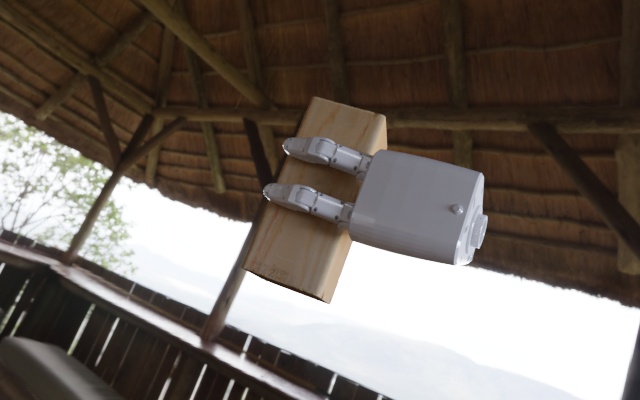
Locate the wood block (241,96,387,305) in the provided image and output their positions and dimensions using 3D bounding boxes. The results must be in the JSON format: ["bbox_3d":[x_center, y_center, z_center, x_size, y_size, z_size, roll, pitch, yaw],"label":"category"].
[{"bbox_3d":[0.001,0.002,0.543,0.090,0.206,0.091,18,-14,14],"label":"wood block"}]
